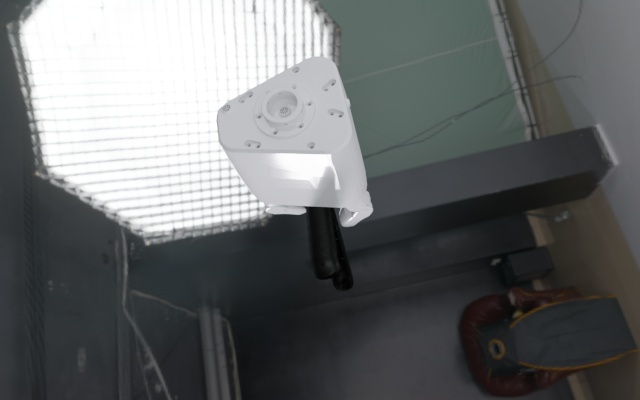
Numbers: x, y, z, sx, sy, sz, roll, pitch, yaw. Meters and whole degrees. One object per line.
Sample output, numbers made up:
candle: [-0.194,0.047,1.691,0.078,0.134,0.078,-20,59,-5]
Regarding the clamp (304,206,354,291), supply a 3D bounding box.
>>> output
clamp: [-0.001,0.001,0.532,0.036,0.210,0.165,-13,-23,5]
